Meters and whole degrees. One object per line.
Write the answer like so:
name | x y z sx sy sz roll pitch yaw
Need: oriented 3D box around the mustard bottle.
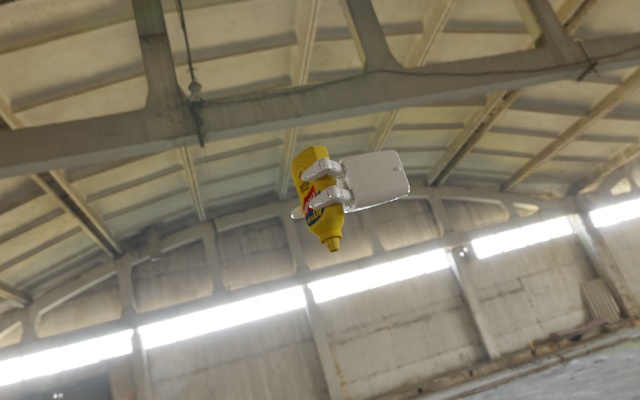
mustard bottle | 0.000 0.003 0.878 0.058 0.191 0.096 -3 -24 -34
